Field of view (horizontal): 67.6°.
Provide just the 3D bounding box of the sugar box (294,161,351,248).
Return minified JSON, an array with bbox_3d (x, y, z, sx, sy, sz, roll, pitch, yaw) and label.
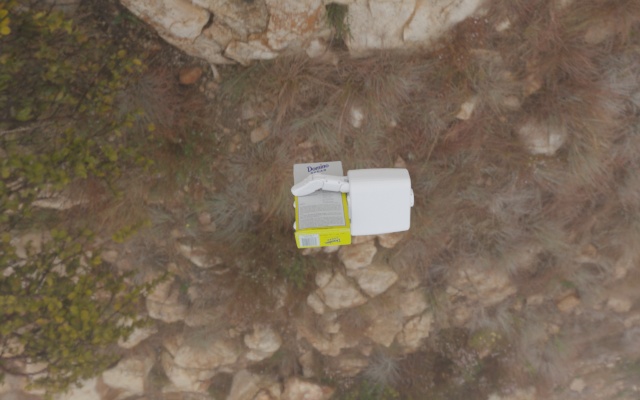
[{"bbox_3d":[0.000,0.003,0.853,0.093,0.048,0.176,-4,42,0],"label":"sugar box"}]
